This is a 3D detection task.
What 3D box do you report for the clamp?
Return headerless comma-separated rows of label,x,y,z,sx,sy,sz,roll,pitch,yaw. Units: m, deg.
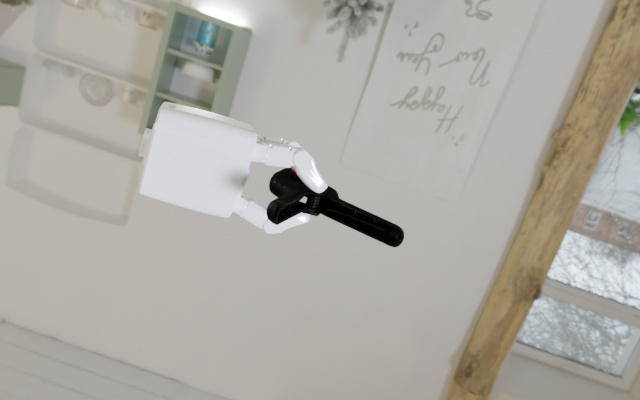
clamp,-0.001,0.002,0.593,0.164,0.036,0.210,15,12,-18
